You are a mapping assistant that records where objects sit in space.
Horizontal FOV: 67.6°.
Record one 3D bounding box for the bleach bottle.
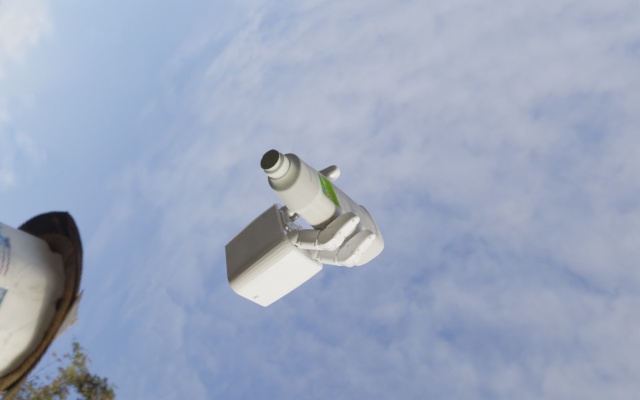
[{"bbox_3d":[0.000,0.002,0.659,0.068,0.102,0.251,-36,-41,10],"label":"bleach bottle"}]
